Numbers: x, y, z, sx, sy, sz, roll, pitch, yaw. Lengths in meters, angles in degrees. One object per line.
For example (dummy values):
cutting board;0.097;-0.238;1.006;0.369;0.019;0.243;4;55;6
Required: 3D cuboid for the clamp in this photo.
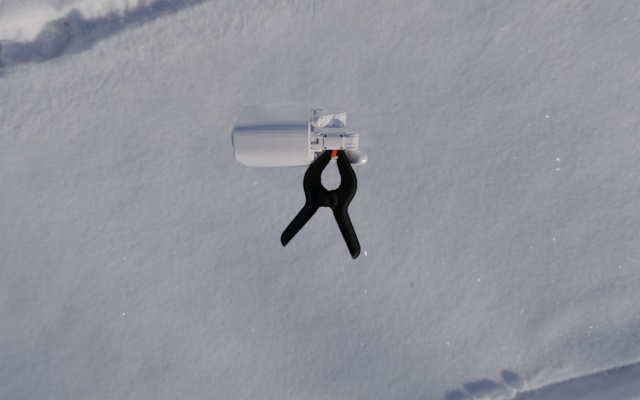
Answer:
clamp;0.000;0.002;0.699;0.120;0.171;0.039;0;9;0
